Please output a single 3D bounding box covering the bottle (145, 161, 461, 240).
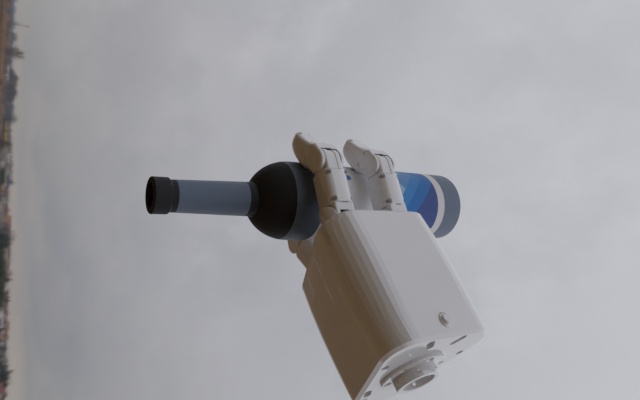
[{"bbox_3d":[0.000,0.001,0.423,0.296,0.069,0.069,2,-1,-34],"label":"bottle"}]
